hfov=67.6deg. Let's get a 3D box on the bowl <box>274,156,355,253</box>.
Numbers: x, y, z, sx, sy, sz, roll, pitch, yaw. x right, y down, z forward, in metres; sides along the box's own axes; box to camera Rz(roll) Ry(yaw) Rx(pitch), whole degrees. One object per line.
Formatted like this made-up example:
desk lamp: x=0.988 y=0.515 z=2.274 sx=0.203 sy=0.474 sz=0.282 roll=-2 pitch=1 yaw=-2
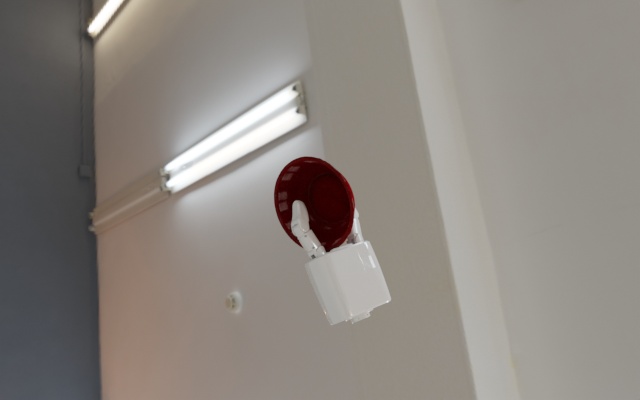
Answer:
bowl: x=0.000 y=0.001 z=0.798 sx=0.162 sy=0.162 sz=0.055 roll=0 pitch=13 yaw=36
